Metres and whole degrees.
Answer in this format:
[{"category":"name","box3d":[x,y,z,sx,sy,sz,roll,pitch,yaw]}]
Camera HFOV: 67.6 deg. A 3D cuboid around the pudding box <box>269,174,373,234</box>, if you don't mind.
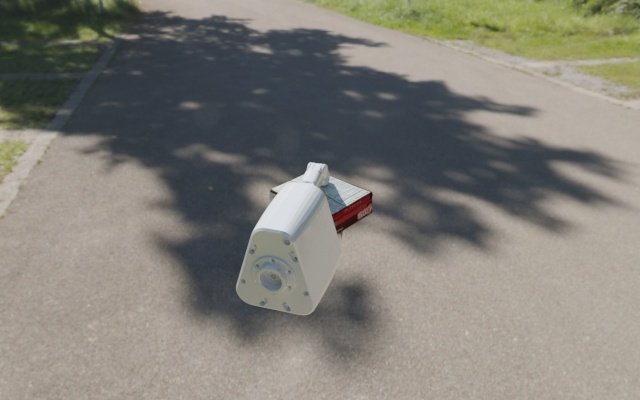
[{"category":"pudding box","box3d":[0.000,0.002,0.641,0.113,0.039,0.090,26,38,37]}]
